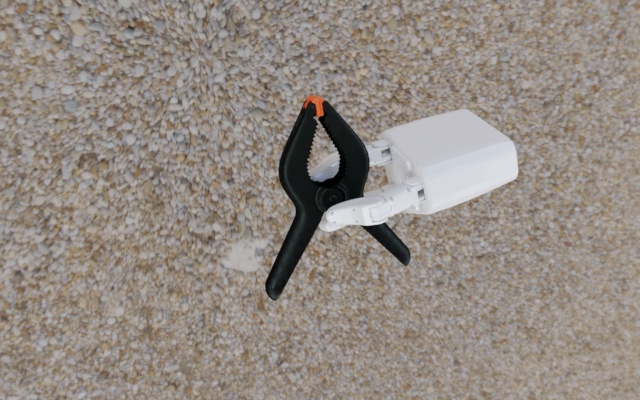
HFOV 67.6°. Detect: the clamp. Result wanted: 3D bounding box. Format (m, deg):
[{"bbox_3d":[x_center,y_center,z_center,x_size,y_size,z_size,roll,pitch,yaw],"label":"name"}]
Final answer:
[{"bbox_3d":[0.000,0.001,0.491,0.164,0.210,0.036,-19,20,-11],"label":"clamp"}]
